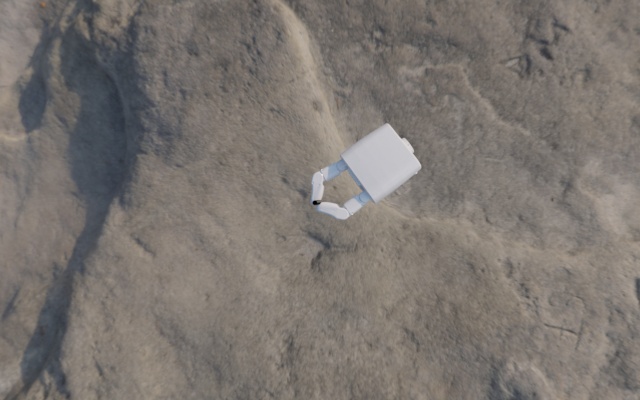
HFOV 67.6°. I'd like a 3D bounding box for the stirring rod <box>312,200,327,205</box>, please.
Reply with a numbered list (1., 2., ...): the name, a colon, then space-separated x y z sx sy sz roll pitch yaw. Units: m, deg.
1. stirring rod: 0.000 0.003 0.885 0.011 0.011 0.239 0 0 4
